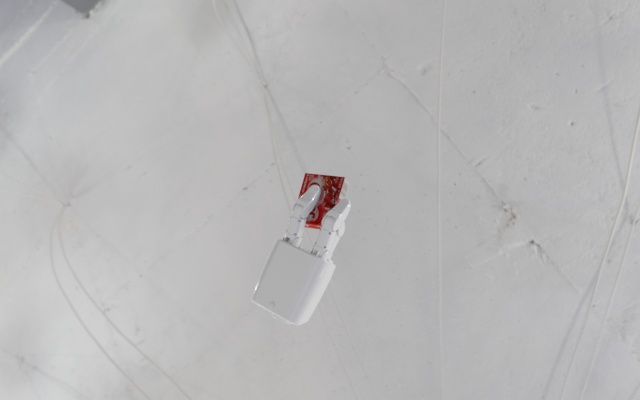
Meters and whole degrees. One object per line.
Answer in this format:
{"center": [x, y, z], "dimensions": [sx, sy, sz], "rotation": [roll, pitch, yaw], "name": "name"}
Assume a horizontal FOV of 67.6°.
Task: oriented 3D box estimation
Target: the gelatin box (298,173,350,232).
{"center": [0.000, 0.002, 0.776], "dimensions": [0.073, 0.089, 0.030], "rotation": [7, -19, 26], "name": "gelatin box"}
